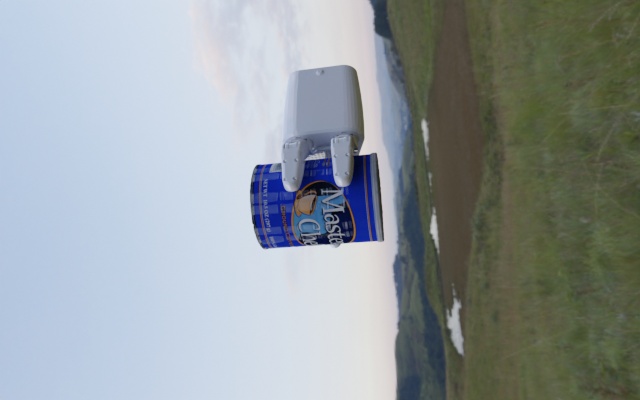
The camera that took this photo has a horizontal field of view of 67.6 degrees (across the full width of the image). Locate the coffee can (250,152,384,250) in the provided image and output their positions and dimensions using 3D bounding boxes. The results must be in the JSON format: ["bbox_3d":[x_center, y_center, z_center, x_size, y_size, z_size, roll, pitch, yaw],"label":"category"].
[{"bbox_3d":[0.000,0.002,0.557,0.140,0.103,0.103,-5,-1,8],"label":"coffee can"}]
